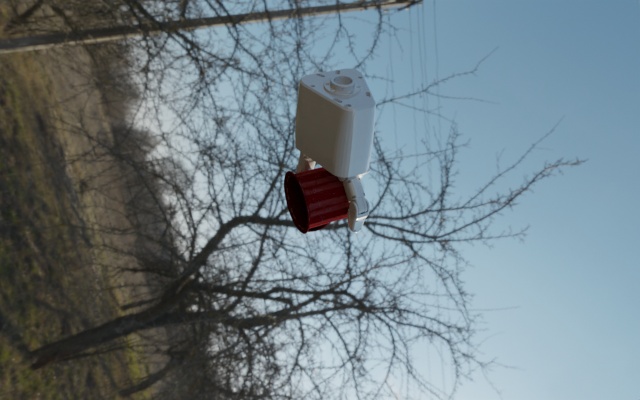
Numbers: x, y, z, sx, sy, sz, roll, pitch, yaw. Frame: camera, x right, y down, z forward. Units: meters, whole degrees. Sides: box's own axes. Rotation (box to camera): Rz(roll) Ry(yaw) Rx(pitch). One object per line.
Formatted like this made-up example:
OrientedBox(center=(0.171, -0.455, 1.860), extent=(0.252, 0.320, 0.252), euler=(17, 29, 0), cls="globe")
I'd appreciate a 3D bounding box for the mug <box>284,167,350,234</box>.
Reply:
OrientedBox(center=(0.000, 0.003, 0.706), extent=(0.081, 0.117, 0.093), euler=(-15, 46, -20), cls="mug")
